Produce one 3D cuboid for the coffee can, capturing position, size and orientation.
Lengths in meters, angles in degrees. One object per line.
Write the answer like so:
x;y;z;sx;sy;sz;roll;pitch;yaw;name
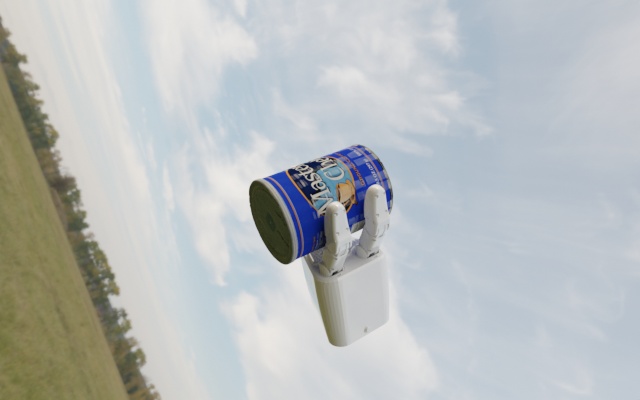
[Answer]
0.000;0.002;0.569;0.140;0.103;0.103;-22;10;-26;coffee can
